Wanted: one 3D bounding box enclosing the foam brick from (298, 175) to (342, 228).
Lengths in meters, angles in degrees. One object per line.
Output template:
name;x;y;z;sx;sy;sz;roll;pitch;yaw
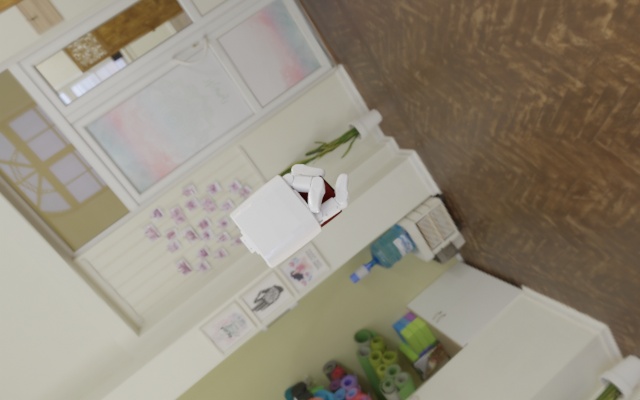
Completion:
foam brick;0.000;0.003;0.851;0.051;0.053;0.078;-39;-24;-10
